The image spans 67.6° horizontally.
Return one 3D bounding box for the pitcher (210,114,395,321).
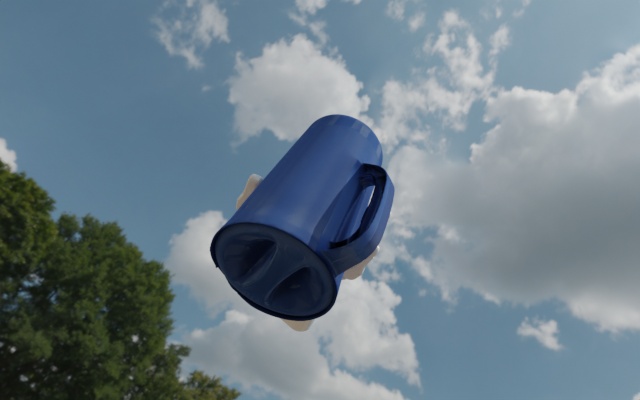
[{"bbox_3d":[0.000,0.002,0.536,0.149,0.145,0.242,23,44,6],"label":"pitcher"}]
